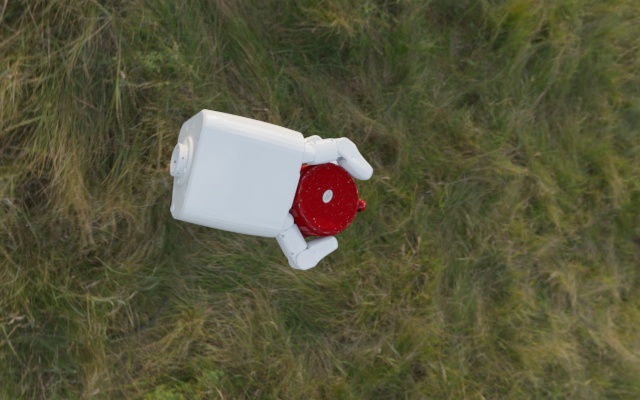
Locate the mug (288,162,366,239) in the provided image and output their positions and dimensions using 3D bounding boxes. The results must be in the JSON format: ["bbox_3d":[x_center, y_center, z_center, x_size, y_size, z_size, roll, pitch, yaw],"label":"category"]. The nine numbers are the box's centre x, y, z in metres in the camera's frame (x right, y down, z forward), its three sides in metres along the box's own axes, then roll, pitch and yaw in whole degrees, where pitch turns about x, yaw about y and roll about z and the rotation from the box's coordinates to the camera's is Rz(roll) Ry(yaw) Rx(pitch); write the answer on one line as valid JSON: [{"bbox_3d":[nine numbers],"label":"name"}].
[{"bbox_3d":[0.001,0.002,0.555,0.117,0.093,0.081,11,-8,-29],"label":"mug"}]
